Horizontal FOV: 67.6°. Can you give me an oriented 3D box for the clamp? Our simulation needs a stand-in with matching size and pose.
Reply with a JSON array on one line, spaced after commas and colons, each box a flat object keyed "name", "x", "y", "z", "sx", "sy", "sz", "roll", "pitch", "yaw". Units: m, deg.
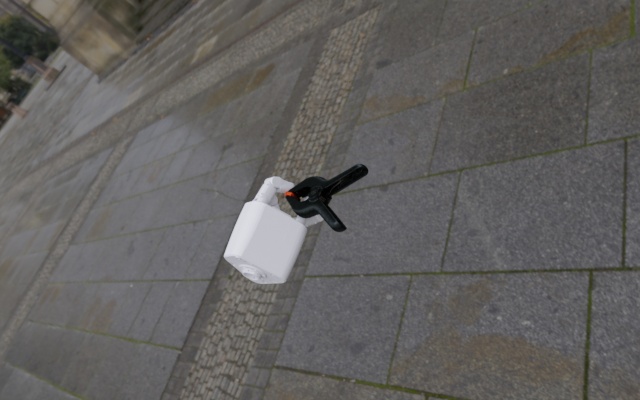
[{"name": "clamp", "x": 0.000, "y": 0.002, "z": 0.809, "sx": 0.171, "sy": 0.120, "sz": 0.039, "roll": -11, "pitch": -43, "yaw": 44}]
